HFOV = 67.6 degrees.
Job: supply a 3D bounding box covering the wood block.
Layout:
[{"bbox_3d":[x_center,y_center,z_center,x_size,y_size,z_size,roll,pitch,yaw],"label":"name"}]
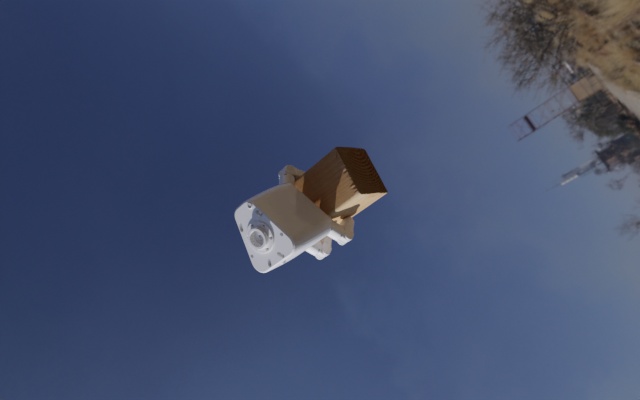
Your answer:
[{"bbox_3d":[0.000,0.003,0.828,0.206,0.090,0.090,-37,-19,33],"label":"wood block"}]
